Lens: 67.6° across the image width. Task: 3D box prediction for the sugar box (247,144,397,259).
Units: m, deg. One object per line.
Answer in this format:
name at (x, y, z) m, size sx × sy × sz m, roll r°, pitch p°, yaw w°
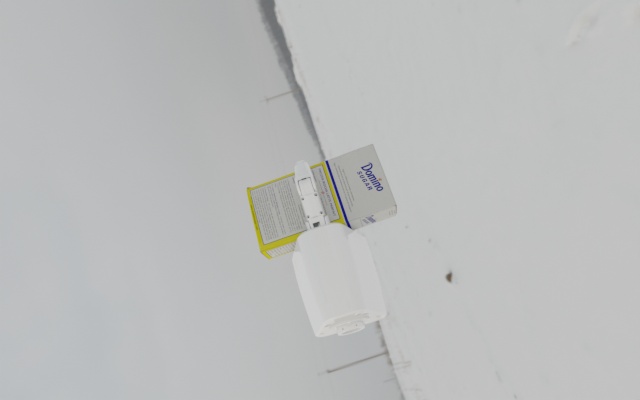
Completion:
sugar box at (0.000, 0.002, 0.611) m, size 0.176 × 0.093 × 0.048 m, roll -18°, pitch -23°, yaw 2°
